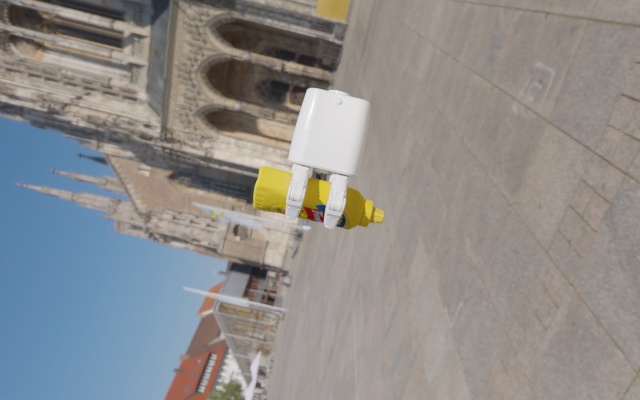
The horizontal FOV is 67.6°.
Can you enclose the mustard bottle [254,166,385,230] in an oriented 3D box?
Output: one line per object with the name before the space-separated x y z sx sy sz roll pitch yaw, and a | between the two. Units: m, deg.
mustard bottle | 0.000 0.003 0.705 0.191 0.058 0.096 13 -23 -2
